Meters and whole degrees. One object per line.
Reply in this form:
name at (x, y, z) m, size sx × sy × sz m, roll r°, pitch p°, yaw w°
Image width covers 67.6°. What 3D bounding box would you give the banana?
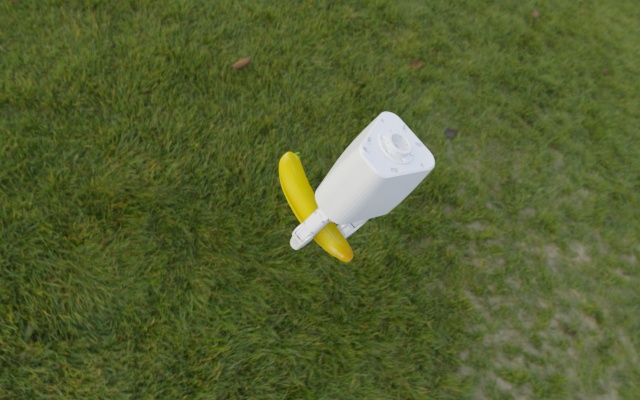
banana at (-0.015, -0.001, 0.667) m, size 0.069 × 0.197 × 0.037 m, roll 2°, pitch -37°, yaw -42°
